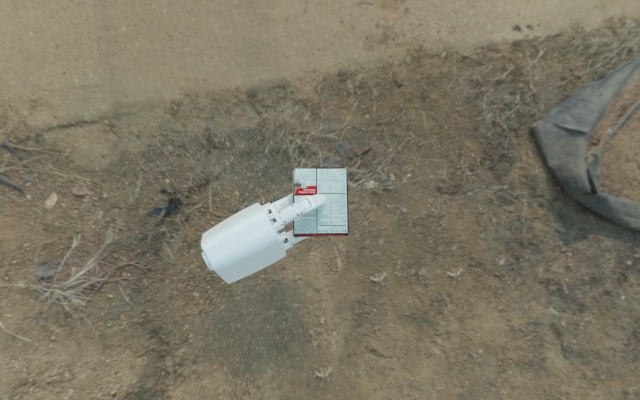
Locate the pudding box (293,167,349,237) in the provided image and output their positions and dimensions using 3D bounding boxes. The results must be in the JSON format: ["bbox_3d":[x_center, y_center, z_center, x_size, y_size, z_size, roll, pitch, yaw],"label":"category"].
[{"bbox_3d":[0.000,0.003,0.770,0.090,0.113,0.039,0,-7,-3],"label":"pudding box"}]
